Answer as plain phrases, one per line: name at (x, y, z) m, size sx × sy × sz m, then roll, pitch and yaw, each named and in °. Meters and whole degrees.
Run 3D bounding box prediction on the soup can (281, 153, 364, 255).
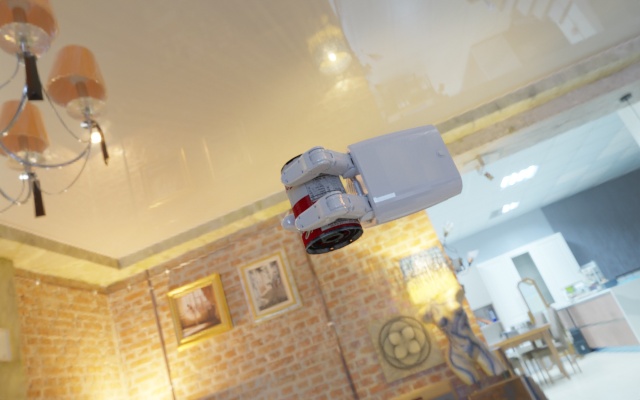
soup can at (0.000, 0.002, 0.547) m, size 0.068 × 0.102 × 0.068 m, roll -17°, pitch -21°, yaw -7°
